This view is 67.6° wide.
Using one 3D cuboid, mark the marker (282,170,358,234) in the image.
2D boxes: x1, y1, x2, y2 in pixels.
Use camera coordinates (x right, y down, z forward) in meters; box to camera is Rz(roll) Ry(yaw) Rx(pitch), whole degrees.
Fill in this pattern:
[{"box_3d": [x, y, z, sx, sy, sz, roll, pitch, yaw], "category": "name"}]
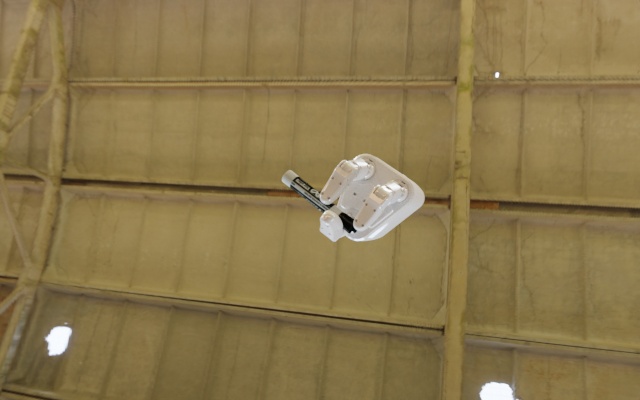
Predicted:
[{"box_3d": [0.000, 0.002, 0.608, 0.121, 0.020, 0.020, 38, 15, 20], "category": "marker"}]
